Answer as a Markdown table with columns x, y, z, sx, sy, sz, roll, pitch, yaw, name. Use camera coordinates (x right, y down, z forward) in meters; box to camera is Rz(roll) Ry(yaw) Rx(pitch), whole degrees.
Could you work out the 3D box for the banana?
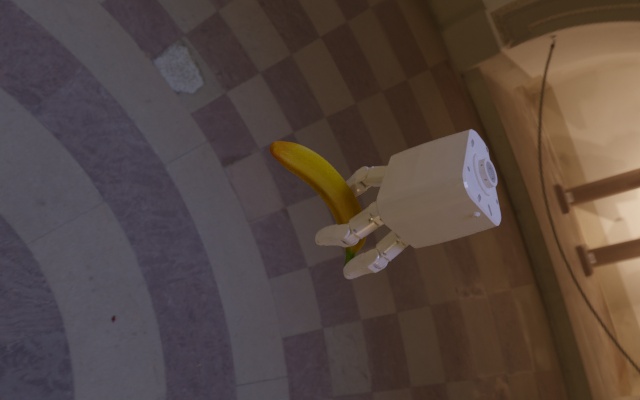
| x | y | z | sx | sy | sz | roll | pitch | yaw | name |
| --- | --- | --- | --- | --- | --- | --- | --- | --- | --- |
| 0.010 | -0.006 | 0.608 | 0.037 | 0.198 | 0.069 | -17 | 25 | 39 | banana |
